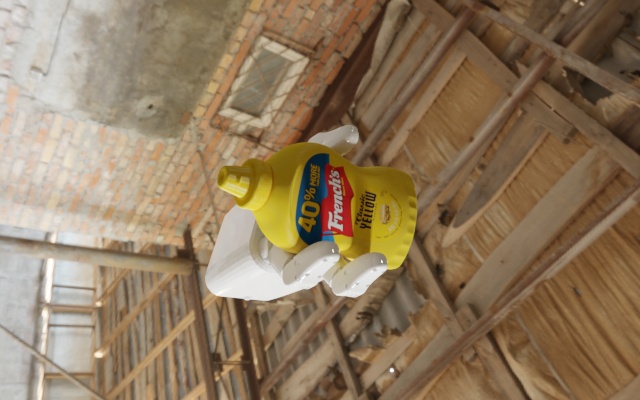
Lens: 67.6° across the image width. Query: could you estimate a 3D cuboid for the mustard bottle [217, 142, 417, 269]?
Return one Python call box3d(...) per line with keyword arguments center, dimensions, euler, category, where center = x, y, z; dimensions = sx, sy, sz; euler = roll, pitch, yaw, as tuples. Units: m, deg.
box3d(center=(0.000, 0.001, 0.418), dimensions=(0.192, 0.096, 0.058), euler=(15, -7, -35), category="mustard bottle")
